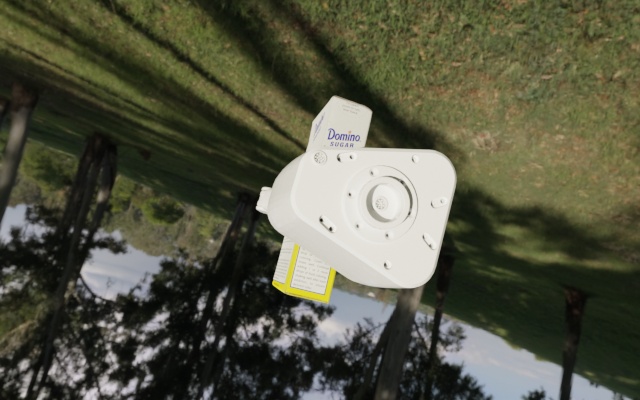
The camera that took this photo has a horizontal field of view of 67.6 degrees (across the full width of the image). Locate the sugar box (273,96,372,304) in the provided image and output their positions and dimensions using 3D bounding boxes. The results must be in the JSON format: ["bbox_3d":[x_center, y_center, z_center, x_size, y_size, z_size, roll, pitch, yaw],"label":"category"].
[{"bbox_3d":[0.001,0.002,0.449,0.048,0.176,0.093,18,-9,-10],"label":"sugar box"}]
